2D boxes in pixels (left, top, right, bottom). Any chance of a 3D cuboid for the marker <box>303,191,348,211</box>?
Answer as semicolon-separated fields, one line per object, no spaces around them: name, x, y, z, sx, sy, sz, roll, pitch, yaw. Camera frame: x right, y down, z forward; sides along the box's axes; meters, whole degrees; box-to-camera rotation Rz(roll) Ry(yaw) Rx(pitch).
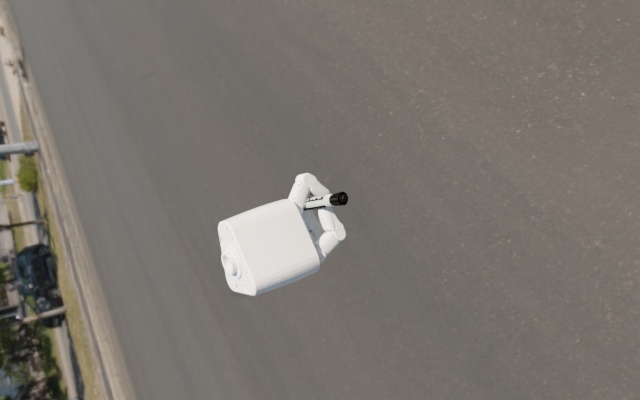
marker;0.000;0.002;0.685;0.020;0.020;0.121;0;-5;-33
